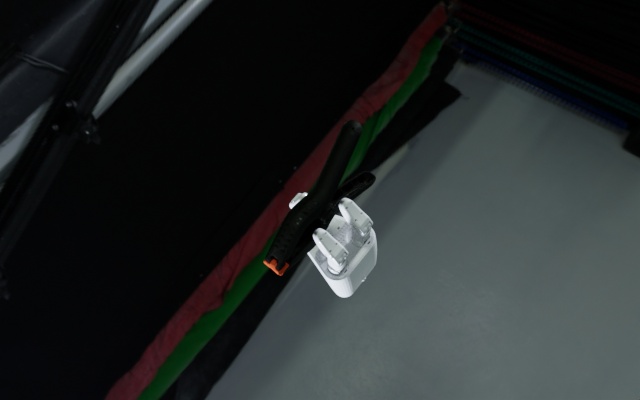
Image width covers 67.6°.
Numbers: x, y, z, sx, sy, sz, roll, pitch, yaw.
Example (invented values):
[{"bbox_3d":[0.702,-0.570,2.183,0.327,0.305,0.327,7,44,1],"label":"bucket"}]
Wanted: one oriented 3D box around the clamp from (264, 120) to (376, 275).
[{"bbox_3d":[-0.001,0.002,0.622,0.036,0.210,0.165,34,-17,24],"label":"clamp"}]
